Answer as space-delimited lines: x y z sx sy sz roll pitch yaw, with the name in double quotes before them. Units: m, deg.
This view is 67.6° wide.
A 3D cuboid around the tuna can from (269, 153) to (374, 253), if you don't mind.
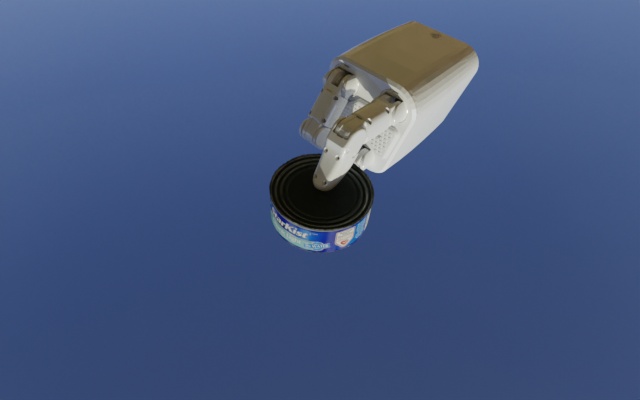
"tuna can" 0.000 0.002 0.401 0.086 0.086 0.034 0 -42 -6
